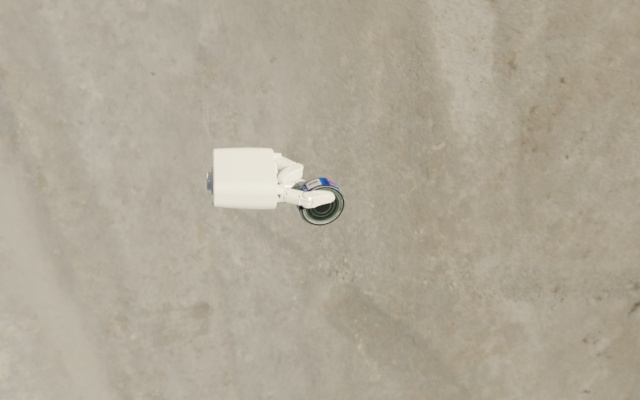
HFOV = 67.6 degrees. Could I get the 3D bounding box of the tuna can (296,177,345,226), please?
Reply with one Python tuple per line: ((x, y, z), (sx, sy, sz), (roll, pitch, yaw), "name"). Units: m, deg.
((0.000, 0.003, 0.859), (0.086, 0.086, 0.033), (0, 30, -17), "tuna can")
